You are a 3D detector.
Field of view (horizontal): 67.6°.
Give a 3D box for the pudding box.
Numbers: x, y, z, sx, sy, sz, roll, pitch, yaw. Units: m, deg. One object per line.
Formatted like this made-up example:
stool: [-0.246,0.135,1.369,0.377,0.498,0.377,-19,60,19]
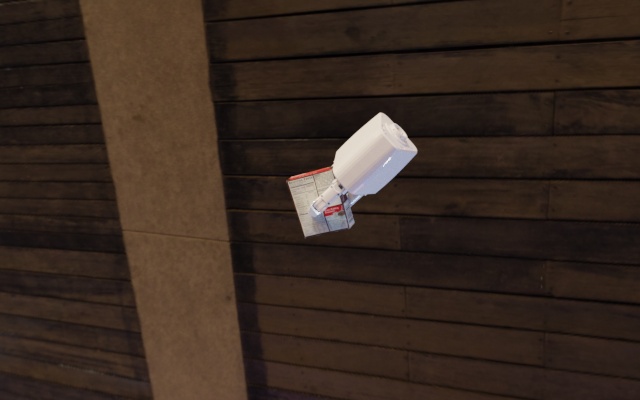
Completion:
pudding box: [0.000,0.003,0.842,0.090,0.113,0.039,-13,10,20]
